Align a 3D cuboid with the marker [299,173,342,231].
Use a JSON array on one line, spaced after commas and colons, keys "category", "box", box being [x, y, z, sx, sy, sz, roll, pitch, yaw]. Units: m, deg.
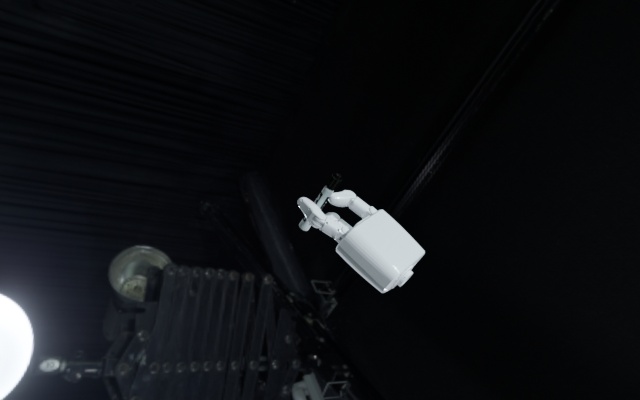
[{"category": "marker", "box": [0.000, 0.003, 0.802, 0.020, 0.121, 0.020, 26, 29, -16]}]
